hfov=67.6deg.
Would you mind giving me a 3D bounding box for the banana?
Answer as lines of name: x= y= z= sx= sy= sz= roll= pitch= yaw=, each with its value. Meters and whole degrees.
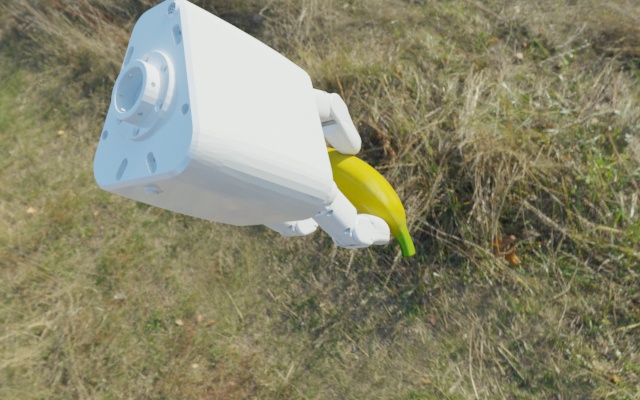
banana: x=0.005 y=-0.015 z=0.434 sx=0.037 sy=0.070 sz=0.197 roll=-10 pitch=27 yaw=-41
